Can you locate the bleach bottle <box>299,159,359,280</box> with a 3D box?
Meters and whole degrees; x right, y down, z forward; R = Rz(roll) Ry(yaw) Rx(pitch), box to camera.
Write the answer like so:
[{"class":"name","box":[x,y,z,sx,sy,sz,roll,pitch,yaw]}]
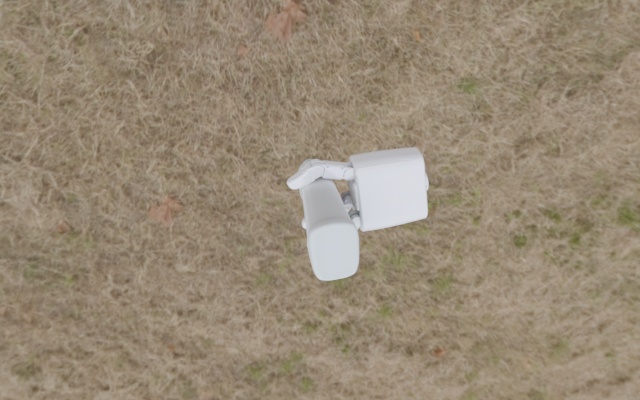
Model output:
[{"class":"bleach bottle","box":[0.000,0.003,0.731,0.068,0.103,0.250,-9,35,-4]}]
